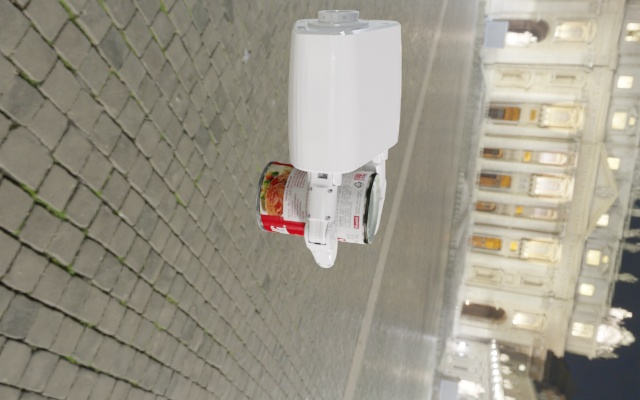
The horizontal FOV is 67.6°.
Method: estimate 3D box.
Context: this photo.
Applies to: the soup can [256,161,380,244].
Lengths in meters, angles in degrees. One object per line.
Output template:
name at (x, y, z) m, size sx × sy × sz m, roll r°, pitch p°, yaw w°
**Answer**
soup can at (0.000, 0.002, 0.445) m, size 0.102 × 0.068 × 0.068 m, roll 7°, pitch 2°, yaw 14°
